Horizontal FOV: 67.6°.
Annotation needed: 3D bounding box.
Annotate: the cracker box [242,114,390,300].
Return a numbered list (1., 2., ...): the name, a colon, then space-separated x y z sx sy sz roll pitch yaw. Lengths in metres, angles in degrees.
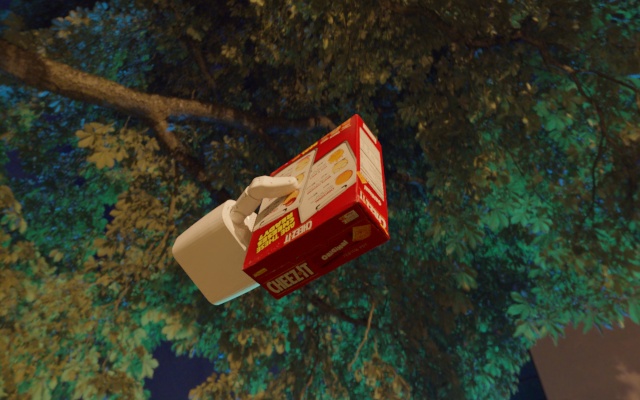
1. cracker box: 0.000 0.002 0.606 0.164 0.072 0.213 -32 27 23
